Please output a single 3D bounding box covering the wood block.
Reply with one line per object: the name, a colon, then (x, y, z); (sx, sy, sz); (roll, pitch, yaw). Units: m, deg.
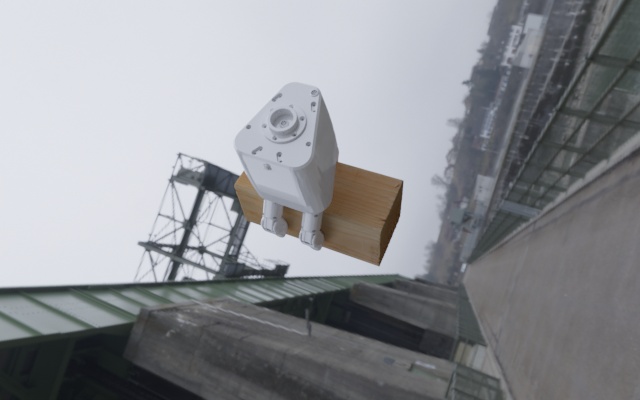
wood block: (0.000, 0.002, 0.657); (0.206, 0.090, 0.090); (18, -32, 18)
